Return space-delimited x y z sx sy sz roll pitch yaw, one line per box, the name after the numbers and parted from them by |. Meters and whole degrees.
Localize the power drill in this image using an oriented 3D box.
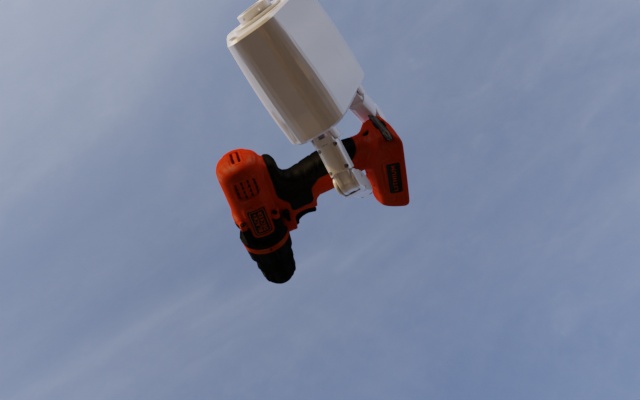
0.000 0.001 0.513 0.187 0.185 0.057 -23 44 -8 | power drill
